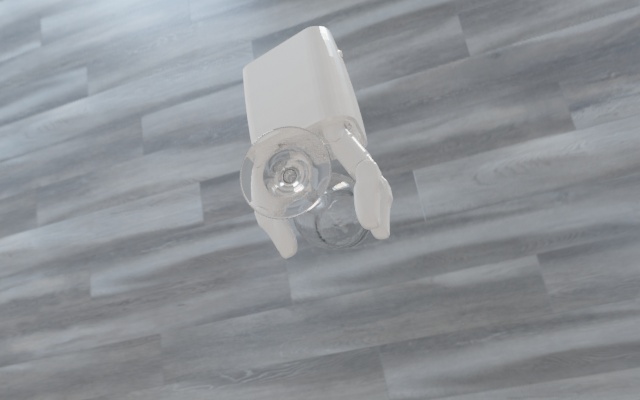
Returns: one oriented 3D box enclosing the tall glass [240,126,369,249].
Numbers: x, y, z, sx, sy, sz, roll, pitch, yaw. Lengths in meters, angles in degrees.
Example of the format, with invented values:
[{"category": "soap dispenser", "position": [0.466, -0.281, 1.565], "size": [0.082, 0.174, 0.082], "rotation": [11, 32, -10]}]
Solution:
[{"category": "tall glass", "position": [0.000, 0.001, 0.454], "size": [0.079, 0.079, 0.201], "rotation": [0, -14, 17]}]
